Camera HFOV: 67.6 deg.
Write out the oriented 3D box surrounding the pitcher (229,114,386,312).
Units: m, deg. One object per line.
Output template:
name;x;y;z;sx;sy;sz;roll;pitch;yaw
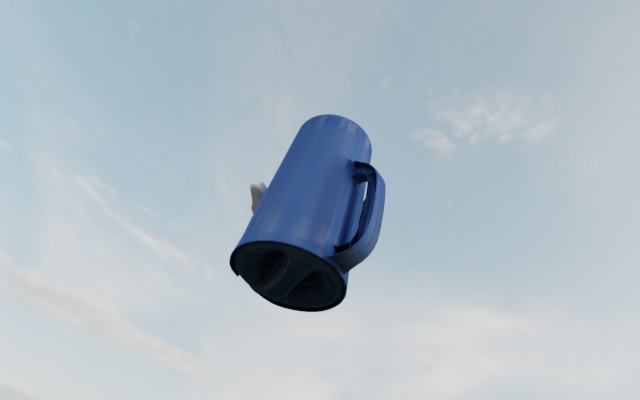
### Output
pitcher;0.000;0.002;0.589;0.149;0.242;0.145;15;-40;4
